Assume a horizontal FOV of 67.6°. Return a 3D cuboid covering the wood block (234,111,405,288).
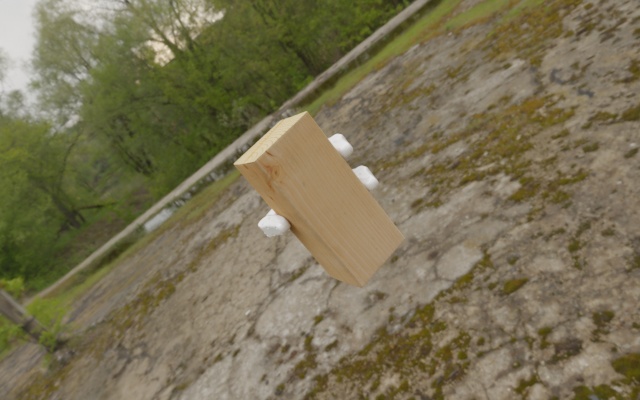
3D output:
[{"bbox_3d":[0.000,0.002,0.603,0.091,0.206,0.090,-46,19,-17],"label":"wood block"}]
